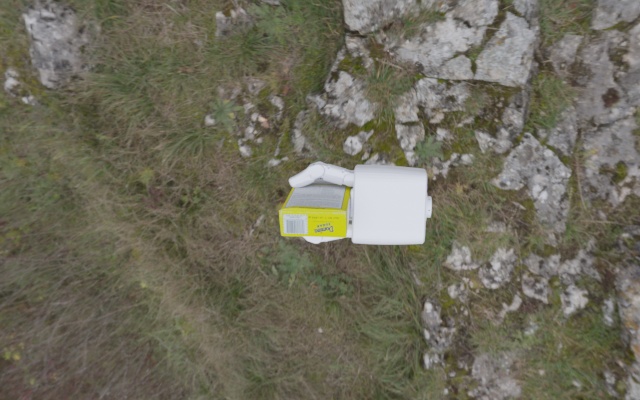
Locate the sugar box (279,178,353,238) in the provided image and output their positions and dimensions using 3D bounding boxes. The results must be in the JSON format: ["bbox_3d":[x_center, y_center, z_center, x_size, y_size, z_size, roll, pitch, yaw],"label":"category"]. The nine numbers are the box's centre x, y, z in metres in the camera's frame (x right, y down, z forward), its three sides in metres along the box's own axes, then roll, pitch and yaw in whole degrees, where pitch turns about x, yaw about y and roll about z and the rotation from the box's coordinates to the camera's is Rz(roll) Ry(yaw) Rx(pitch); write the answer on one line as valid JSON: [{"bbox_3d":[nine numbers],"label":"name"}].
[{"bbox_3d":[0.000,0.003,0.723,0.093,0.048,0.176,2,17,7],"label":"sugar box"}]
